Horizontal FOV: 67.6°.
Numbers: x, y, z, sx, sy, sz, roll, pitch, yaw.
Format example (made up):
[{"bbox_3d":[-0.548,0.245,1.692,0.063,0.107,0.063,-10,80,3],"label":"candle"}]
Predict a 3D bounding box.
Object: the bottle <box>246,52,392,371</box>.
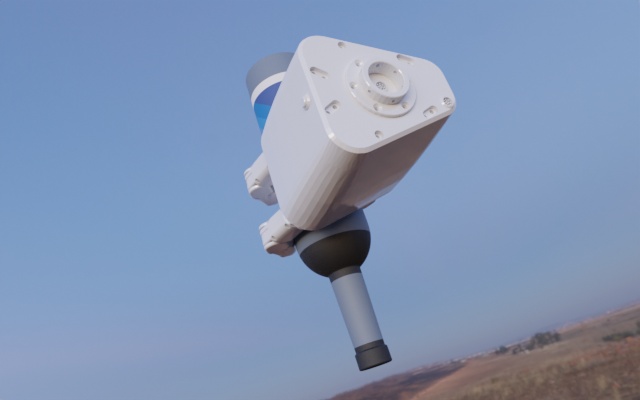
[{"bbox_3d":[0.000,0.001,0.431,0.069,0.295,0.069,-16,-22,-7],"label":"bottle"}]
